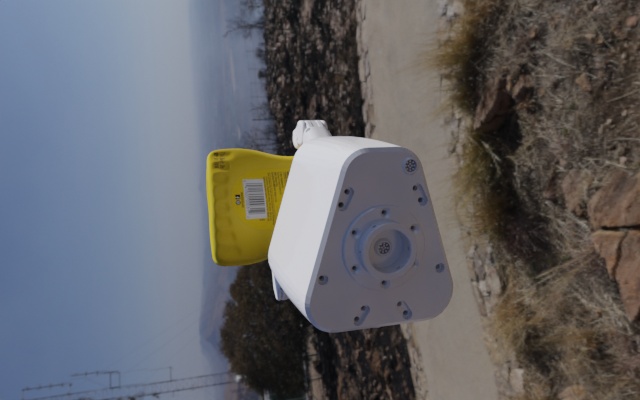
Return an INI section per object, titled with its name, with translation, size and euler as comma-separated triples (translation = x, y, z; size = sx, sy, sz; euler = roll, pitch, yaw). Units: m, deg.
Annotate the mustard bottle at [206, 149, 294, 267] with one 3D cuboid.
[mustard bottle]
translation = 0.000, 0.001, 0.419
size = 0.191, 0.096, 0.058
euler = -4, -15, -15
